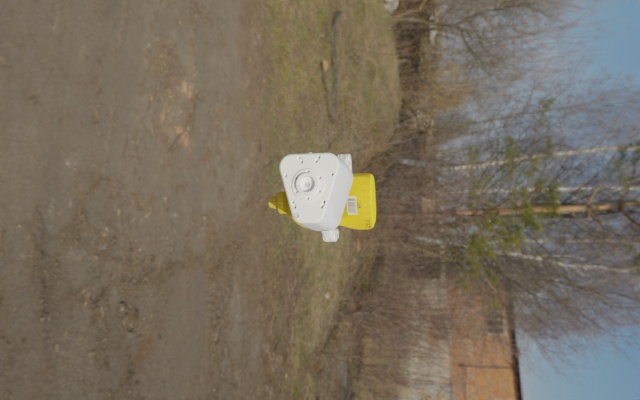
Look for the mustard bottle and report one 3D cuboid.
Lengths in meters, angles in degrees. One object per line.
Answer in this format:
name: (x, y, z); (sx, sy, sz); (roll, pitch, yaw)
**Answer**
mustard bottle: (0.000, 0.003, 0.849); (0.191, 0.096, 0.058); (-1, 16, 13)
